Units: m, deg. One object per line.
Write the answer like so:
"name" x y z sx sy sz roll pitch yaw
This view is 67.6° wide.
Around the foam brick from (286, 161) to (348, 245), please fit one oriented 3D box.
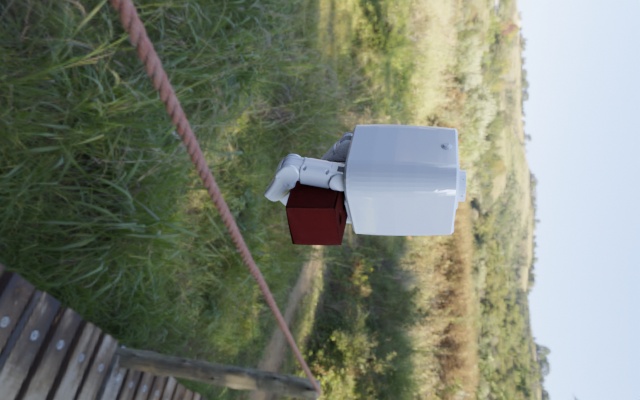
"foam brick" 0.000 0.002 0.496 0.051 0.053 0.078 2 42 13
